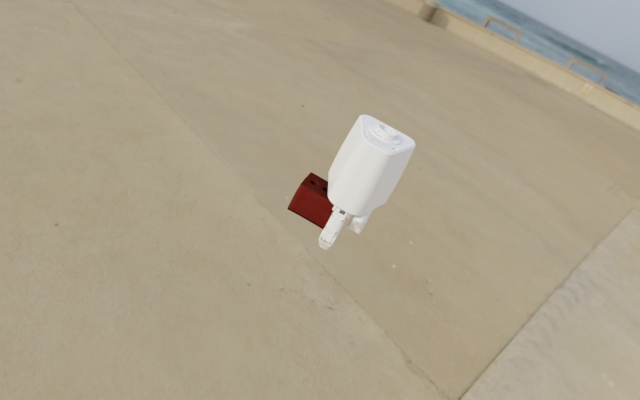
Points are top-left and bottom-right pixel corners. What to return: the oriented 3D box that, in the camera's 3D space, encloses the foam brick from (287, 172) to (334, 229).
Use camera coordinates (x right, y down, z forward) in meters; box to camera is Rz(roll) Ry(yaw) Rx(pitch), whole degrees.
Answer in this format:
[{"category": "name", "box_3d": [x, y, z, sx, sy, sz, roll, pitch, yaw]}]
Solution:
[{"category": "foam brick", "box_3d": [0.000, 0.002, 0.733, 0.078, 0.051, 0.053, 29, 31, 4]}]
